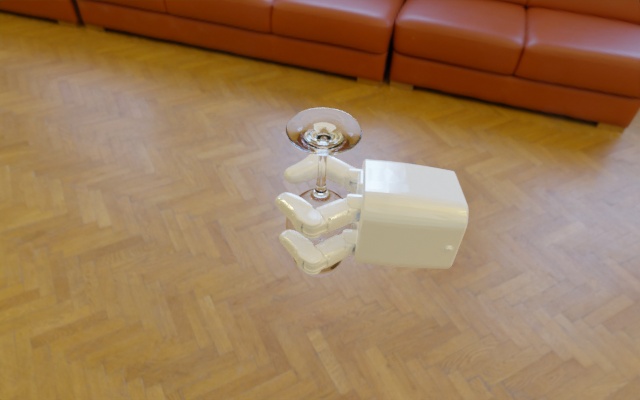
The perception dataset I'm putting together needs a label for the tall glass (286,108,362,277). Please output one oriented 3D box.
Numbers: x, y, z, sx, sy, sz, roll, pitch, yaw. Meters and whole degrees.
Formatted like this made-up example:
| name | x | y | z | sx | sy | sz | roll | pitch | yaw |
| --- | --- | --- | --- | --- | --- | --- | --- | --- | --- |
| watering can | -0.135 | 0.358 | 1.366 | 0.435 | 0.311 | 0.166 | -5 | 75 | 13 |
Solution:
| name | x | y | z | sx | sy | sz | roll | pitch | yaw |
| --- | --- | --- | --- | --- | --- | --- | --- | --- | --- |
| tall glass | 0.000 | 0.001 | 0.531 | 0.079 | 0.079 | 0.201 | 2 | -45 | -2 |
